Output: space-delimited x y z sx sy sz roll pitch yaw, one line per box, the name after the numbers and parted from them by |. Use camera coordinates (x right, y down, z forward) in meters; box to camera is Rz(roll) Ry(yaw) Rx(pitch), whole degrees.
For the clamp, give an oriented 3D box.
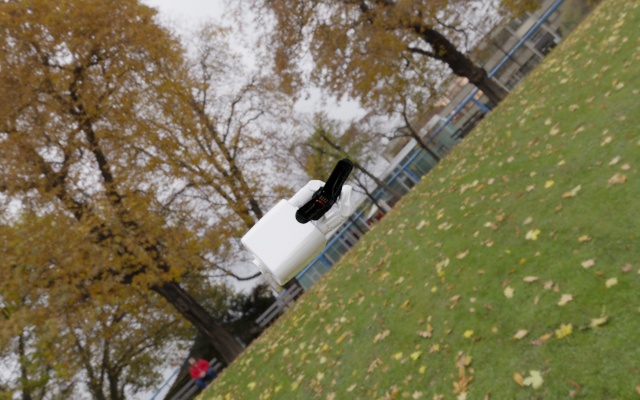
0.000 0.002 0.774 0.120 0.039 0.171 -43 -10 -14 | clamp
